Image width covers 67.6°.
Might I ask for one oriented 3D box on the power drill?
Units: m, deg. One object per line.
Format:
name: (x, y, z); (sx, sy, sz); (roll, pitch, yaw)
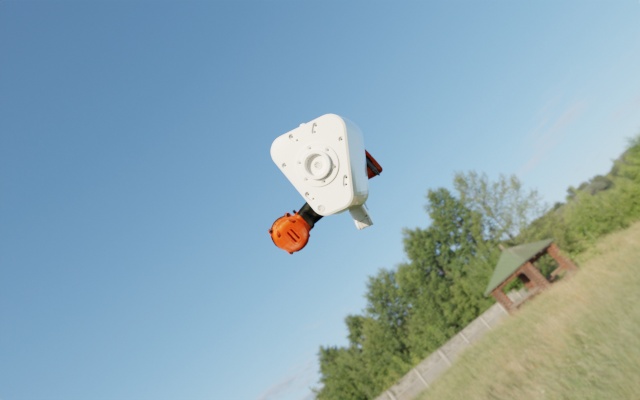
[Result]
power drill: (0.000, 0.002, 0.719); (0.057, 0.187, 0.184); (45, -6, -6)
